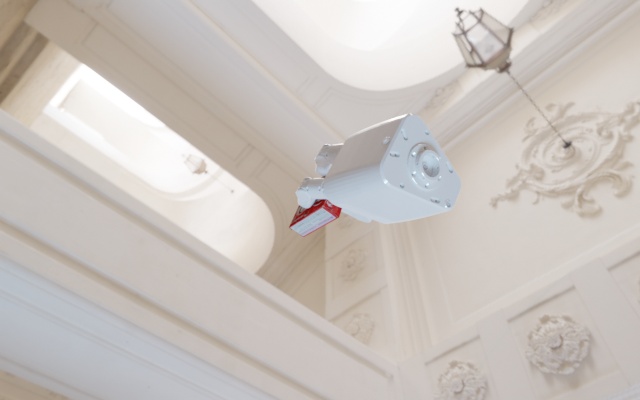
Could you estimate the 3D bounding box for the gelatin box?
[{"bbox_3d":[0.000,0.003,0.656,0.030,0.073,0.089,35,-37,-18],"label":"gelatin box"}]
